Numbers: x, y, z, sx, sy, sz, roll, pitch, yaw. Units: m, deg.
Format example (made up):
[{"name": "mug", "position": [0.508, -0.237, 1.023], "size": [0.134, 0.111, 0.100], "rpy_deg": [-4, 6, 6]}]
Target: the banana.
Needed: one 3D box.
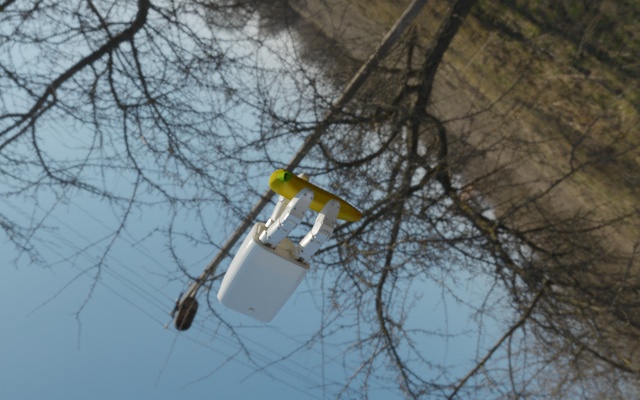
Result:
[{"name": "banana", "position": [-0.014, -0.006, 0.698], "size": [0.069, 0.037, 0.198], "rpy_deg": [29, 3, 39]}]
